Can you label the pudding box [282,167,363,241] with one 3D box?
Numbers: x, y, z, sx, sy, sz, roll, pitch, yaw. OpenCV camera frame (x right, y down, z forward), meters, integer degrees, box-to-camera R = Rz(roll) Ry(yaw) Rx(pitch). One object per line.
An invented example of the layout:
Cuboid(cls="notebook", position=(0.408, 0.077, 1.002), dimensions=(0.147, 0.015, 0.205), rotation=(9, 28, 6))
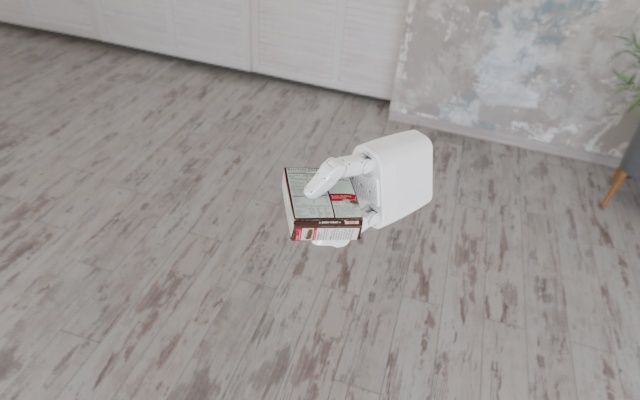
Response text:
Cuboid(cls="pudding box", position=(0.000, 0.002, 0.618), dimensions=(0.090, 0.039, 0.113), rotation=(-1, 37, -11))
